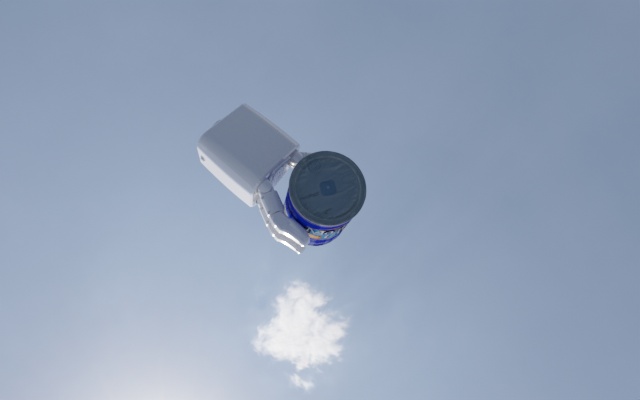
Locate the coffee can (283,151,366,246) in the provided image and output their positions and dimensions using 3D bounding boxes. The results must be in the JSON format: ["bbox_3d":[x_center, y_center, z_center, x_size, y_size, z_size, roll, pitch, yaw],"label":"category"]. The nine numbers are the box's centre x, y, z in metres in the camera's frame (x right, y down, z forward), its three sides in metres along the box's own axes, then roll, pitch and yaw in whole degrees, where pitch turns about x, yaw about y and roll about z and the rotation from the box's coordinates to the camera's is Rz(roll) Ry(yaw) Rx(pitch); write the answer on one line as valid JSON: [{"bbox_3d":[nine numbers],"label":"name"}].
[{"bbox_3d":[0.000,0.002,0.686,0.103,0.102,0.140,0,-16,-9],"label":"coffee can"}]
